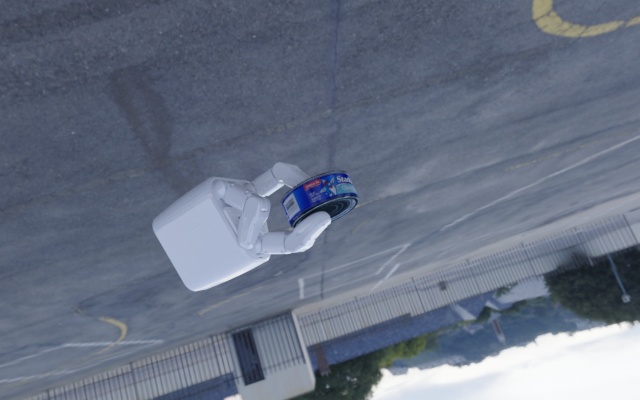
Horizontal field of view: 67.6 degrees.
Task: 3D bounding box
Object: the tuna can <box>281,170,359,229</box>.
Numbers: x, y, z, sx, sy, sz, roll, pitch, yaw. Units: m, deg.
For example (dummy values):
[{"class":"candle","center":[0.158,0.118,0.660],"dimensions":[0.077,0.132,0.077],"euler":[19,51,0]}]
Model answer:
[{"class":"tuna can","center":[0.000,0.002,0.548],"dimensions":[0.086,0.033,0.086],"euler":[-21,-18,-7]}]
